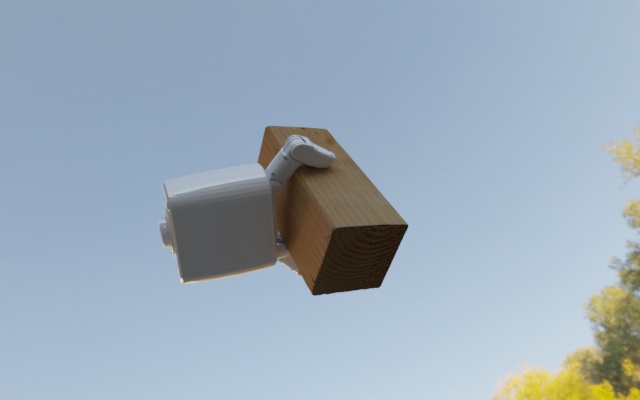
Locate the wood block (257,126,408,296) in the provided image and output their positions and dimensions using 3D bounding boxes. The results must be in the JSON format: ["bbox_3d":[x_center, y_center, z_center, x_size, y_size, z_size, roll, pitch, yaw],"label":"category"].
[{"bbox_3d":[0.000,0.001,0.555,0.090,0.091,0.206,-1,36,-28],"label":"wood block"}]
